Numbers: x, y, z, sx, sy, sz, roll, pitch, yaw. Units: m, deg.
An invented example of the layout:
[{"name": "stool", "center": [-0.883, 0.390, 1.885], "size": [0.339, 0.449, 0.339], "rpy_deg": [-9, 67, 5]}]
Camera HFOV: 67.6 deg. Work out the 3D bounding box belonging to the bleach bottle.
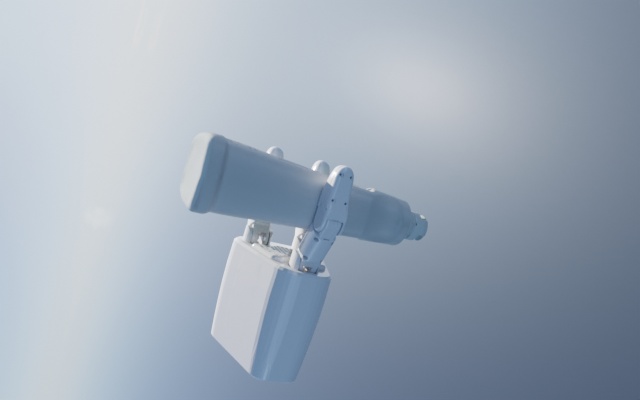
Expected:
[{"name": "bleach bottle", "center": [0.000, 0.001, 0.460], "size": [0.251, 0.068, 0.102], "rpy_deg": [15, 4, -24]}]
